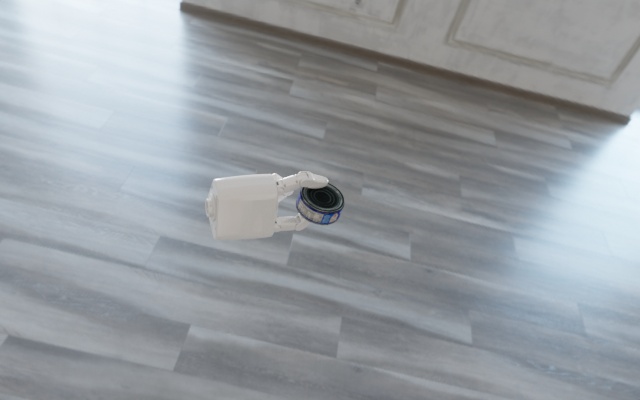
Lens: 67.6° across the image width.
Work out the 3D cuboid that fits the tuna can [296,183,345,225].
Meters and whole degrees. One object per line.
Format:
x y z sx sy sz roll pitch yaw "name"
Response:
0.000 0.002 0.873 0.086 0.034 0.086 12 42 -11 "tuna can"
